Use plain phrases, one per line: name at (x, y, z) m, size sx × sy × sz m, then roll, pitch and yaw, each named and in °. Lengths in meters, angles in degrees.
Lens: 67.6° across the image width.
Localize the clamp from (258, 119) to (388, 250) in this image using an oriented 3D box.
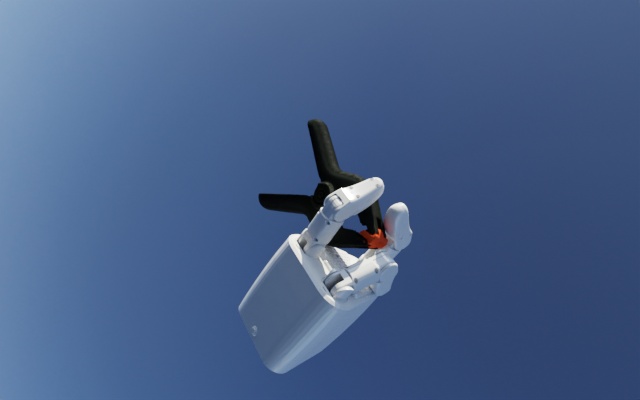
clamp at (0.001, 0.002, 0.517) m, size 0.039 × 0.120 × 0.171 m, roll 16°, pitch 30°, yaw -47°
